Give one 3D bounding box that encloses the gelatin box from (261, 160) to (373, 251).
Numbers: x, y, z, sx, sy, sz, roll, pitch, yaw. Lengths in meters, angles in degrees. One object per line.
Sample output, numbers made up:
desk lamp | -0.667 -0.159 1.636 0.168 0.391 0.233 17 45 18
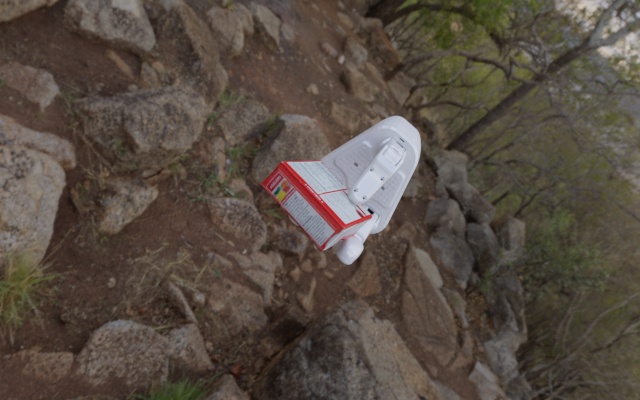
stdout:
gelatin box | 0.000 0.001 0.405 0.030 0.073 0.089 -46 -11 18
